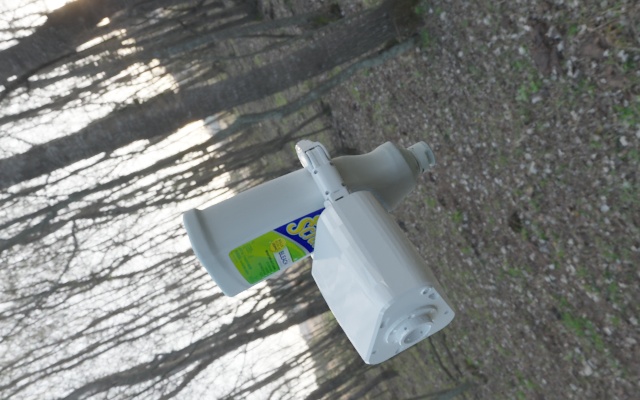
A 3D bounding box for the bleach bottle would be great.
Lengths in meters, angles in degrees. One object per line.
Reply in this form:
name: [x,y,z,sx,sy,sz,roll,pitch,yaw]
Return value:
bleach bottle: [0.000,0.002,0.478,0.251,0.068,0.103,-27,-39,-7]
